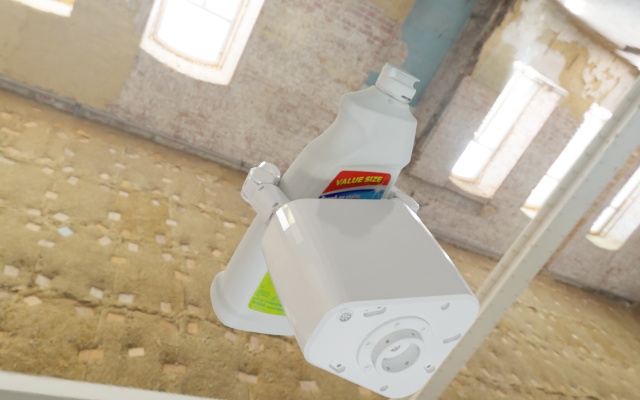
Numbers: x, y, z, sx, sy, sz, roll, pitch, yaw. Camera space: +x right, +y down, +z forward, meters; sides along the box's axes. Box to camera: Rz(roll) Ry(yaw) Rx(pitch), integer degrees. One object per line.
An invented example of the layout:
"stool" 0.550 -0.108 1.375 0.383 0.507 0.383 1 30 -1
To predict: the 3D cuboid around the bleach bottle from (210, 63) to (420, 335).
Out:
"bleach bottle" 0.000 0.001 0.407 0.102 0.251 0.068 17 24 -29
